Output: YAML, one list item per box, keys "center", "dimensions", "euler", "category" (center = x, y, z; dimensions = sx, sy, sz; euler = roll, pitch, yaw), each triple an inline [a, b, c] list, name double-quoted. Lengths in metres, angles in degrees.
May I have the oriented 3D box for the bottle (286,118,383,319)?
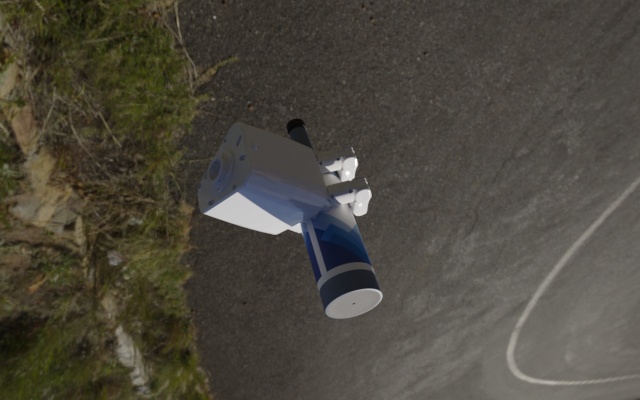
- center: [0.000, 0.002, 0.612]
  dimensions: [0.069, 0.295, 0.069]
  euler: [-12, -37, -9]
  category: "bottle"
